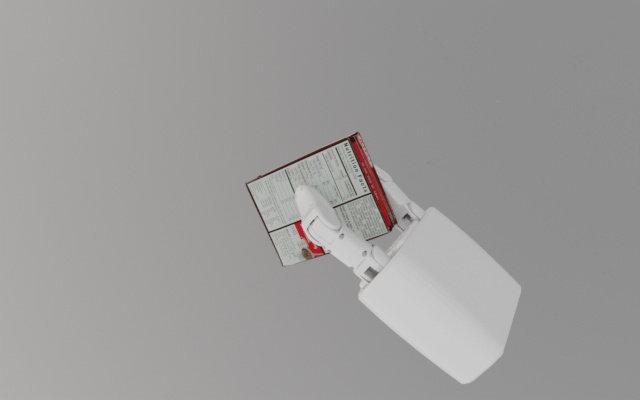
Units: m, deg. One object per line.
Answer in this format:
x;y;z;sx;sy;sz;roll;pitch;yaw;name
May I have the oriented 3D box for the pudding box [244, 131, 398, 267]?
0.000;0.001;0.428;0.113;0.090;0.039;-21;5;22;pudding box
